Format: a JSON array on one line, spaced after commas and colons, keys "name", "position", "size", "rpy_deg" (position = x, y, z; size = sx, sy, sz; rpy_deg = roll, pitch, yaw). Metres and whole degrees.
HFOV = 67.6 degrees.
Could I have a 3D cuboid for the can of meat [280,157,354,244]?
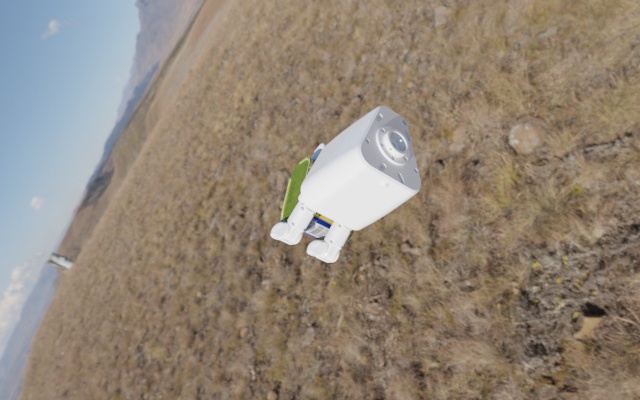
[{"name": "can of meat", "position": [0.000, 0.002, 0.641], "size": [0.084, 0.102, 0.057], "rpy_deg": [28, -37, -25]}]
